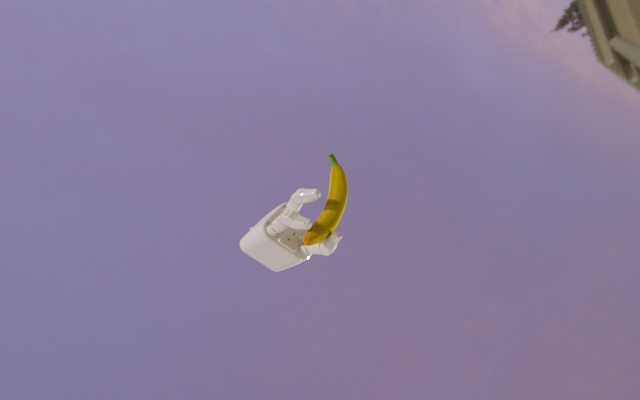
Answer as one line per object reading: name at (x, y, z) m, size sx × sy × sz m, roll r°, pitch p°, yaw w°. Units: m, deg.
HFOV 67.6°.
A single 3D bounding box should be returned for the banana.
banana at (0.015, 0.009, 0.887) m, size 0.070 × 0.197 × 0.037 m, roll 31°, pitch -34°, yaw -25°
